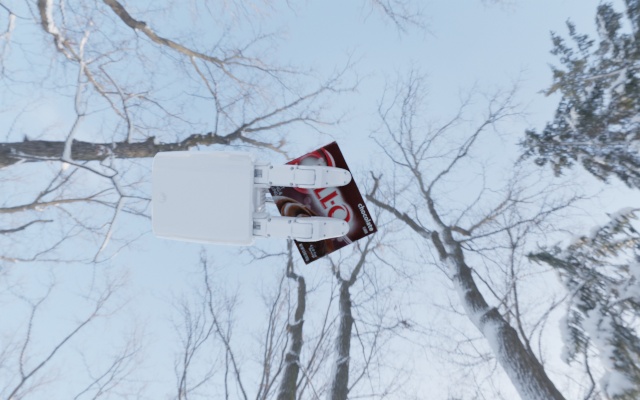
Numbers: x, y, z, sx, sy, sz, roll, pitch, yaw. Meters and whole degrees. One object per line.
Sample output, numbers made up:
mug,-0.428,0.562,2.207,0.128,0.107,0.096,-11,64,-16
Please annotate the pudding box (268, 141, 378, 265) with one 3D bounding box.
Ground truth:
pudding box,0.000,0.002,0.536,0.090,0.113,0.039,-25,6,3
